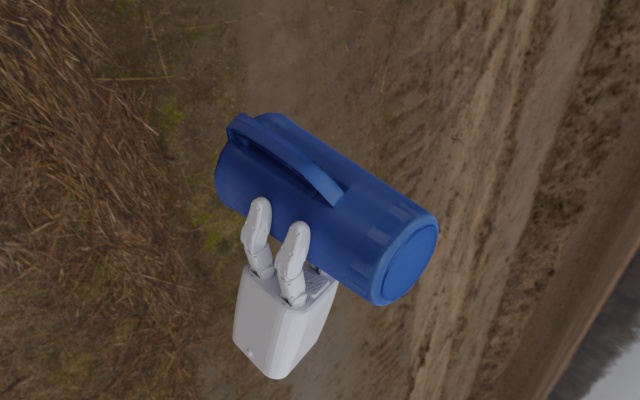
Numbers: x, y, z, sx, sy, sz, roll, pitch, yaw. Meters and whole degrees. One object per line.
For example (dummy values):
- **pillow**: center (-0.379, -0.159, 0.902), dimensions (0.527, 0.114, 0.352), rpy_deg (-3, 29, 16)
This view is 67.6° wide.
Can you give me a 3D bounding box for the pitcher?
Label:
- **pitcher**: center (0.000, 0.002, 0.524), dimensions (0.242, 0.145, 0.149), rpy_deg (33, 29, 32)
